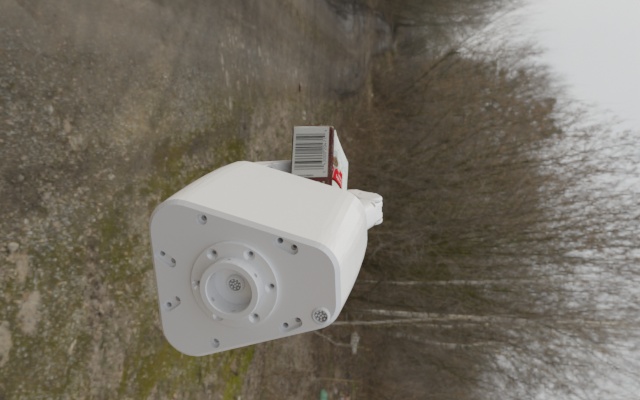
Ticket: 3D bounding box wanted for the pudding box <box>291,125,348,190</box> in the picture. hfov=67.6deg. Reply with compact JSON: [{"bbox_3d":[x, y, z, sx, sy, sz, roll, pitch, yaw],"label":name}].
[{"bbox_3d":[0.000,0.001,0.424,0.039,0.113,0.090,1,-14,11],"label":"pudding box"}]
